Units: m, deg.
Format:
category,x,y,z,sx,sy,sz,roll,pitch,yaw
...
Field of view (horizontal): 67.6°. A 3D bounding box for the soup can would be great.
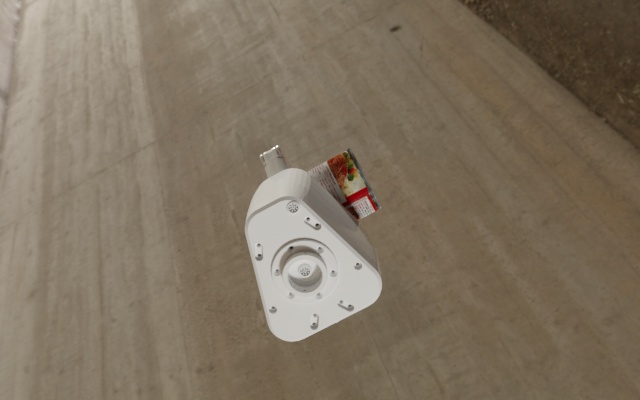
category,x,y,z,sx,sy,sz,roll,pitch,yaw
soup can,0.000,0.001,0.476,0.102,0.068,0.068,-28,-3,5
